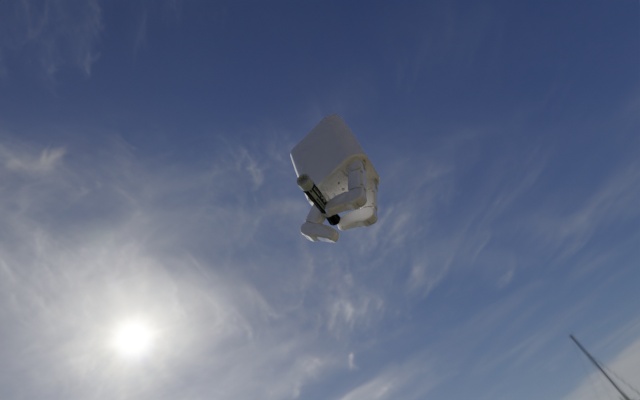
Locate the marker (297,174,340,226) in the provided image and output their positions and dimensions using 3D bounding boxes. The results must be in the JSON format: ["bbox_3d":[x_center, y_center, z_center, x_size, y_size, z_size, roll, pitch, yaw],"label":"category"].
[{"bbox_3d":[0.000,0.002,0.676,0.020,0.020,0.121,0,-30,27],"label":"marker"}]
